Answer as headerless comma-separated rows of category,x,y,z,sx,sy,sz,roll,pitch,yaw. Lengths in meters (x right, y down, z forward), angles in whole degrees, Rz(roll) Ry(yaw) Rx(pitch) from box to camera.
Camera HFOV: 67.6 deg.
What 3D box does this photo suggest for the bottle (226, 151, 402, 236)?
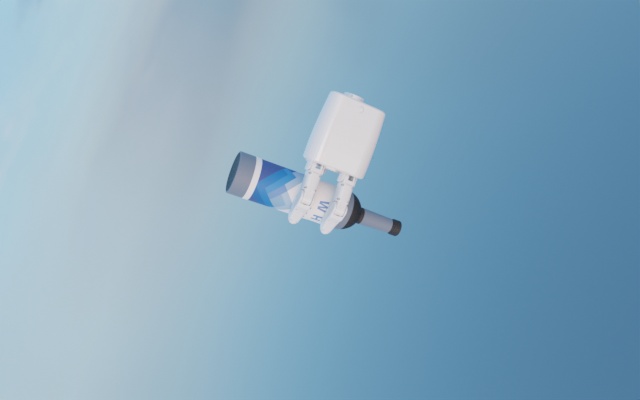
bottle,0.000,0.003,0.764,0.296,0.069,0.069,19,-7,-20
